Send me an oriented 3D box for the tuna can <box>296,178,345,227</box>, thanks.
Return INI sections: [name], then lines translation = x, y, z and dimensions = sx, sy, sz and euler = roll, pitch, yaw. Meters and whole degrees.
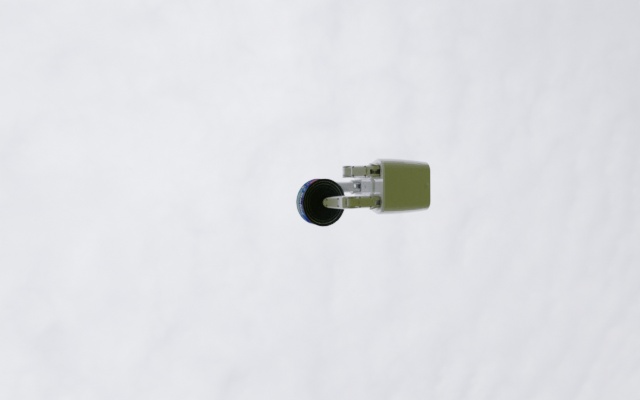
[tuna can]
translation = 0.000, 0.003, 0.854
dimensions = 0.086, 0.086, 0.034
euler = 0, 4, -27
